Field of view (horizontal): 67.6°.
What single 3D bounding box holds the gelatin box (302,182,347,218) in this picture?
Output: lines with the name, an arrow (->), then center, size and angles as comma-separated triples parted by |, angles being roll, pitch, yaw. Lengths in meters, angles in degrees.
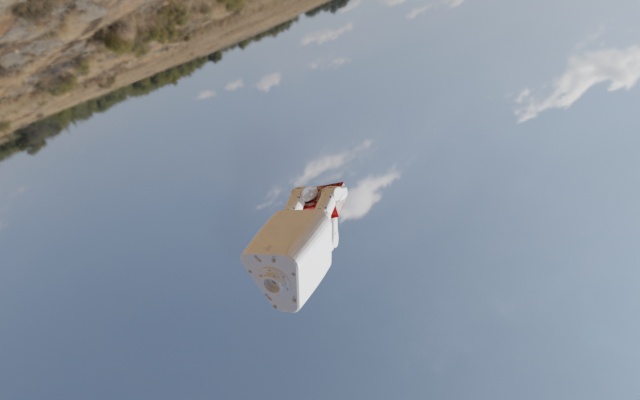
gelatin box -> 0.000, 0.003, 0.799 | 0.073, 0.030, 0.089 | -10, 23, 18
